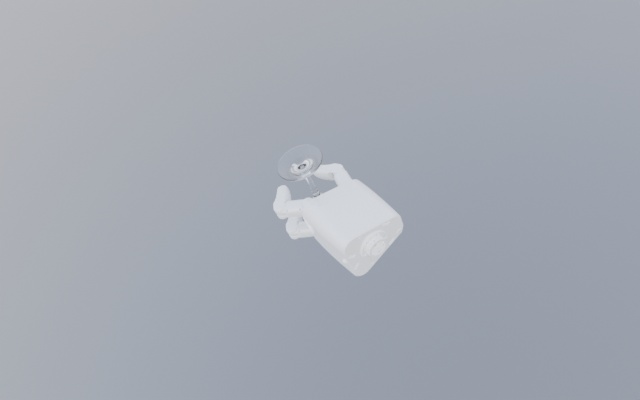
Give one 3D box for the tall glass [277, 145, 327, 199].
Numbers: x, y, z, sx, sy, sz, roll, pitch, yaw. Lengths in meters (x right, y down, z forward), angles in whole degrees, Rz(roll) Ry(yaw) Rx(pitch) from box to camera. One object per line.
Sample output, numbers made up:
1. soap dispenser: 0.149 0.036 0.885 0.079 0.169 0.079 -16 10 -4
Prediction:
1. tall glass: 0.000 0.002 0.802 0.079 0.079 0.201 0 -38 24
